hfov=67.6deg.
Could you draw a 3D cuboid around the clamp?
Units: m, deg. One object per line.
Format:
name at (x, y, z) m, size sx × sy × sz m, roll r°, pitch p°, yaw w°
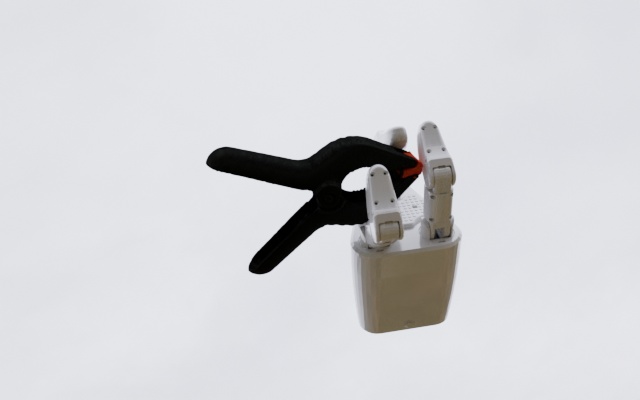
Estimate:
clamp at (0.000, 0.001, 0.402) m, size 0.171 × 0.120 × 0.039 m, roll -8°, pitch 35°, yaw -4°
